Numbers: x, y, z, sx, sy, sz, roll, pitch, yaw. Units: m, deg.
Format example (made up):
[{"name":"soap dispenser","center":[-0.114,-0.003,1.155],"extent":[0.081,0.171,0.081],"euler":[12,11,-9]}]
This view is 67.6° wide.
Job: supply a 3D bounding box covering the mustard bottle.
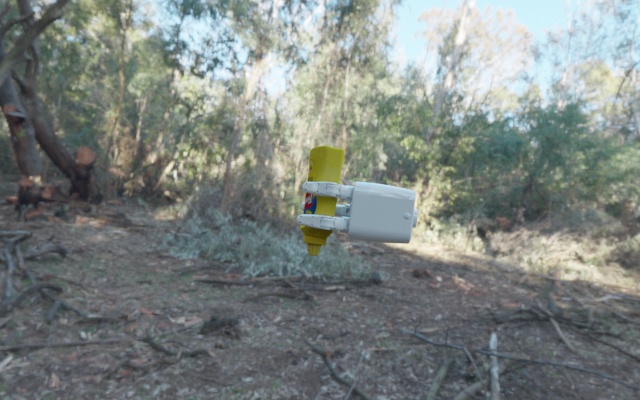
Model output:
[{"name":"mustard bottle","center":[0.000,0.002,0.852],"extent":[0.058,0.191,0.096],"euler":[9,-4,-18]}]
